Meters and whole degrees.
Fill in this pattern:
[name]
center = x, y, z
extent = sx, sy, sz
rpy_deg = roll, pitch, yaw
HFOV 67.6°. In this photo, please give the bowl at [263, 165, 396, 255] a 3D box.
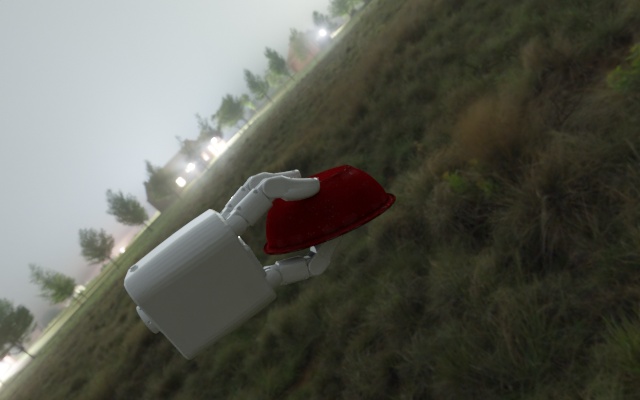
[bowl]
center = 0.001, 0.001, 0.540
extent = 0.162, 0.055, 0.162
rpy_deg = -22, 8, 3
